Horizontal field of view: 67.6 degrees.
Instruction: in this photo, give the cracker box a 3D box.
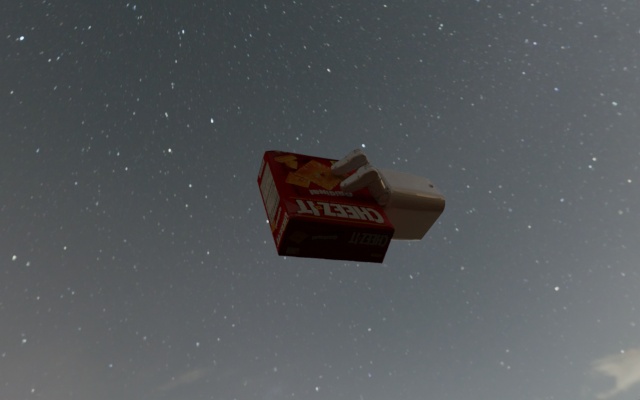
[{"bbox_3d":[0.000,0.003,0.750,0.164,0.072,0.213,6,29,-20],"label":"cracker box"}]
